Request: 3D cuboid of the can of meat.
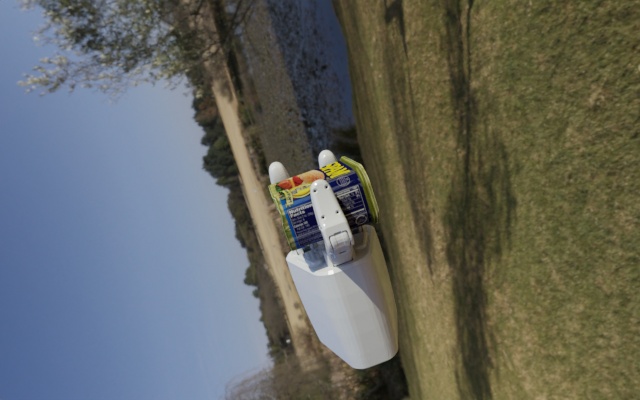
[{"bbox_3d":[0.000,0.002,0.455,0.084,0.057,0.102,-20,14,-5],"label":"can of meat"}]
